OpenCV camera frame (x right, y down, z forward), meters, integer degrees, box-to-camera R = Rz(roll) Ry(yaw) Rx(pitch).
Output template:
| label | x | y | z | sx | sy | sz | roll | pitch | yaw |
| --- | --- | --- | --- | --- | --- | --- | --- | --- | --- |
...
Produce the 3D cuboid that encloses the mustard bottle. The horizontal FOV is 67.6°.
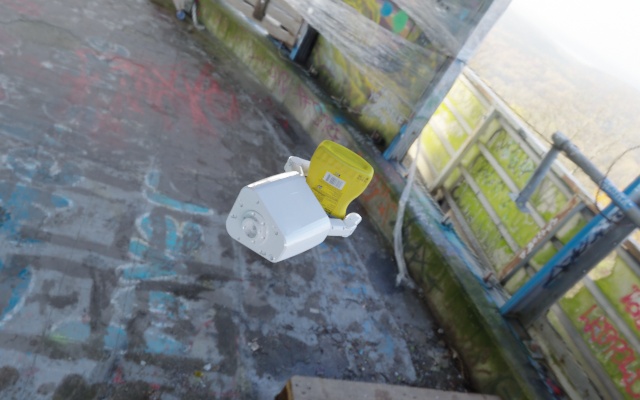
| label | x | y | z | sx | sy | sz | roll | pitch | yaw |
| --- | --- | --- | --- | --- | --- | --- | --- | --- | --- |
| mustard bottle | 0.000 | 0.002 | 0.780 | 0.096 | 0.192 | 0.058 | 30 | 31 | -2 |
